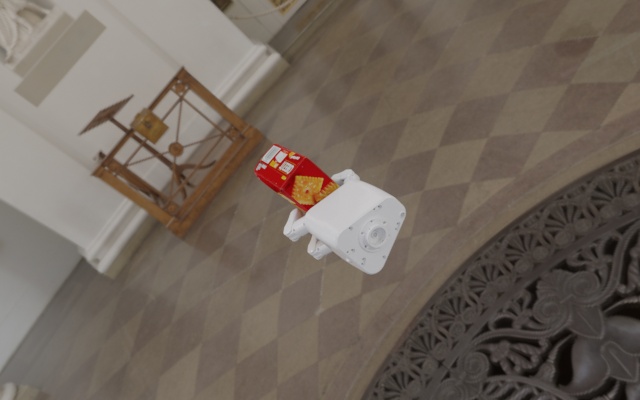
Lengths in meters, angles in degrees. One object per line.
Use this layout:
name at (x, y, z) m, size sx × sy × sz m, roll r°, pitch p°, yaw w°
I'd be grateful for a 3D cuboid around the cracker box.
cracker box at (0.000, 0.002, 0.817) m, size 0.214 × 0.072 × 0.164 m, roll 41°, pitch -4°, yaw -27°
